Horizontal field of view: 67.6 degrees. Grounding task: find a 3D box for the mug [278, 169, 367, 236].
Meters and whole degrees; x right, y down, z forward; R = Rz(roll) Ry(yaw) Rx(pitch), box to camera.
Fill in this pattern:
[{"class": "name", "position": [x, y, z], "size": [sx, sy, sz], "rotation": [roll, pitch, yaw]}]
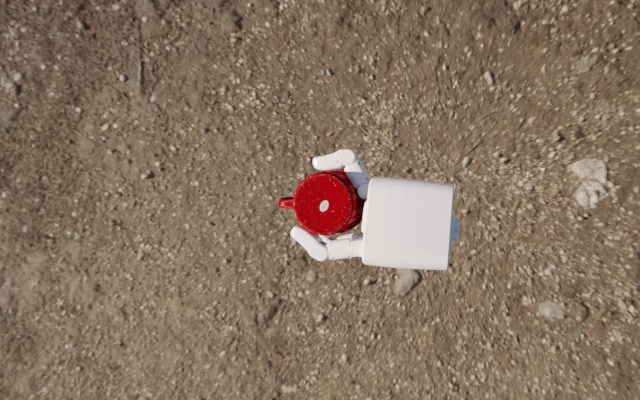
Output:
[{"class": "mug", "position": [-0.001, 0.002, 0.644], "size": [0.117, 0.093, 0.081], "rotation": [2, 4, 14]}]
